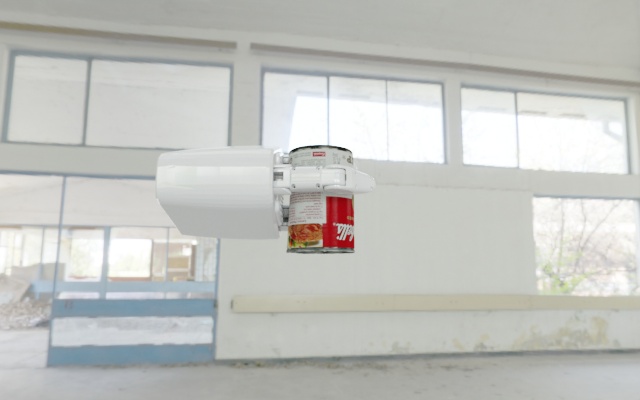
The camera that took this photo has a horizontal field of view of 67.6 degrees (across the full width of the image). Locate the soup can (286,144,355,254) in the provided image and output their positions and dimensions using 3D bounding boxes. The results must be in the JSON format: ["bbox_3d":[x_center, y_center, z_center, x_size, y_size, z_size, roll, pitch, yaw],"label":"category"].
[{"bbox_3d":[0.001,0.001,0.479,0.068,0.102,0.068,0,-9,0],"label":"soup can"}]
